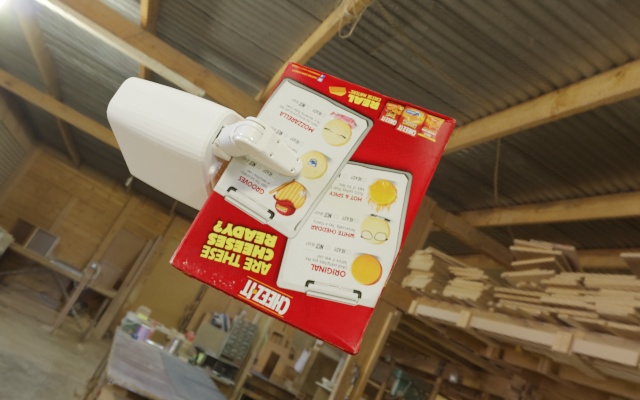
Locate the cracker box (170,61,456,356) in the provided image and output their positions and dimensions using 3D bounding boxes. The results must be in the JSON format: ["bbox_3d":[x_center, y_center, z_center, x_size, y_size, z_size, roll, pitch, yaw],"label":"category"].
[{"bbox_3d":[0.000,0.001,0.421,0.164,0.213,0.072,23,-17,12],"label":"cracker box"}]
